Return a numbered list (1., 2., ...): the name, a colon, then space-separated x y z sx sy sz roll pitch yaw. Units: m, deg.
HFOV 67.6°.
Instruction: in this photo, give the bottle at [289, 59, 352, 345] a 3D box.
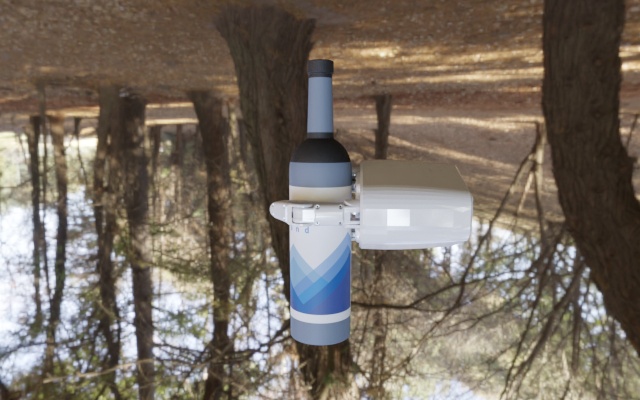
1. bottle: 0.000 0.002 0.513 0.069 0.296 0.069 0 7 0
